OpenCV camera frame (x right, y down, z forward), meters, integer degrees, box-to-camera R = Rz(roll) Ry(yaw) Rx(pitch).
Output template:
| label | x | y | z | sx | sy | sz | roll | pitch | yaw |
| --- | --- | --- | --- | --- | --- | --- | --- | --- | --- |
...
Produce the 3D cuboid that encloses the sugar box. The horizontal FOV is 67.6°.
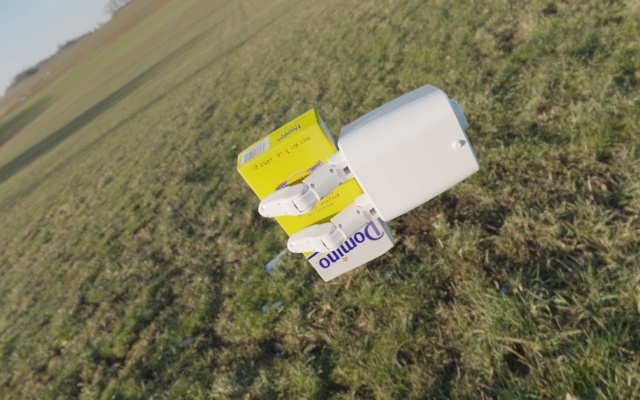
| label | x | y | z | sx | sy | sz | roll | pitch | yaw |
| --- | --- | --- | --- | --- | --- | --- | --- | --- | --- |
| sugar box | 0.000 | 0.002 | 0.503 | 0.093 | 0.176 | 0.048 | -29 | 29 | 12 |
